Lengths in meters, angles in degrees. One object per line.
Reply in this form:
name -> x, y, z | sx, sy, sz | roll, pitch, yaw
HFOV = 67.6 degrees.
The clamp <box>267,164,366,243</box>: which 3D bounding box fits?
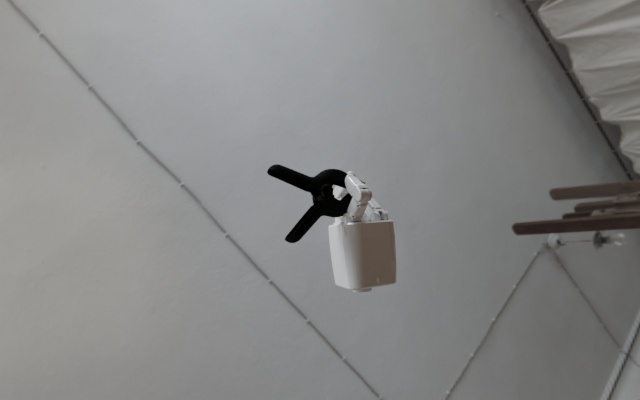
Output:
clamp -> 0.000, 0.002, 0.754 | 0.171, 0.120, 0.039 | -3, -4, -30
